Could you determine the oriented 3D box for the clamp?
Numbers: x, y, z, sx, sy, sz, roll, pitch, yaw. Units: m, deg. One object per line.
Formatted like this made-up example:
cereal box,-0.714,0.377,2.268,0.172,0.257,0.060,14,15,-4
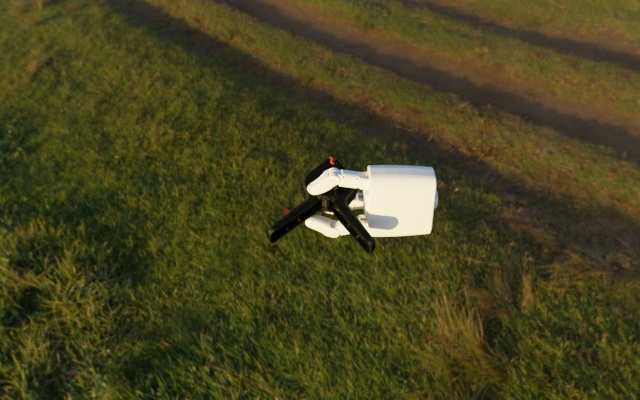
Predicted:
clamp,0.000,0.002,0.782,0.164,0.036,0.209,2,43,-2
